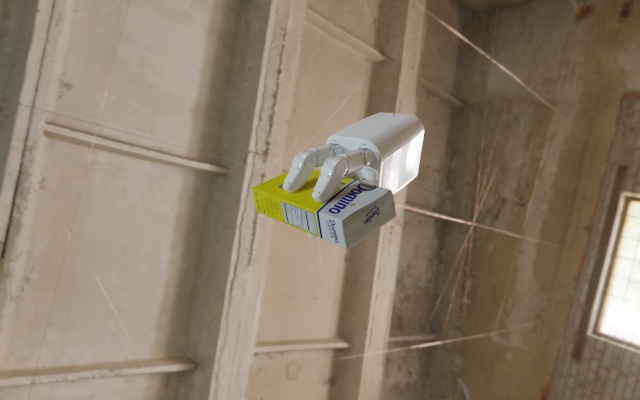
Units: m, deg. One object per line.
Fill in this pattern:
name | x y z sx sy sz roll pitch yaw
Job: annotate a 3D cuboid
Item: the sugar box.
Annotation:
sugar box | 0.000 0.001 0.619 0.093 0.048 0.176 -30 30 -35
